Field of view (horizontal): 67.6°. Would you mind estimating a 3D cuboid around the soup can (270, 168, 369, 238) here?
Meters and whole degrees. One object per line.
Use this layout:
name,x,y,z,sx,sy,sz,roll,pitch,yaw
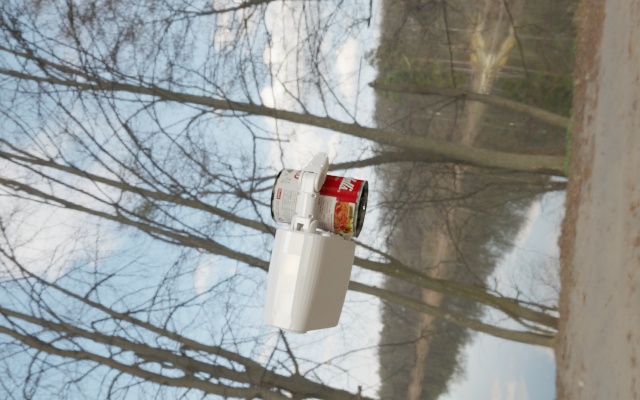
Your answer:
soup can,0.000,0.001,0.561,0.102,0.068,0.068,10,2,14
